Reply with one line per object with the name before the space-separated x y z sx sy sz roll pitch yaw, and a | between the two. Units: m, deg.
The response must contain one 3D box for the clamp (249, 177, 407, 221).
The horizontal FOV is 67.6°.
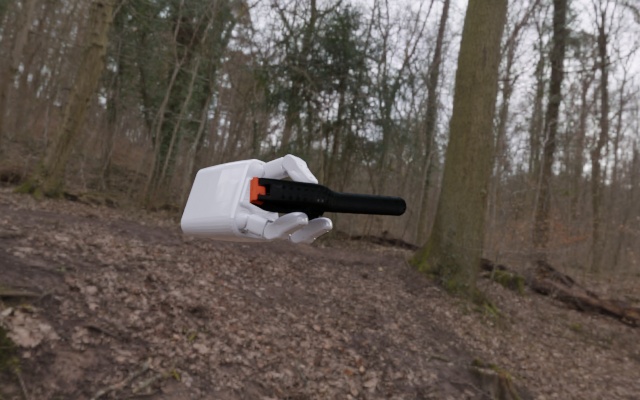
clamp | 0.000 0.001 0.603 0.164 0.036 0.210 -8 -14 33
